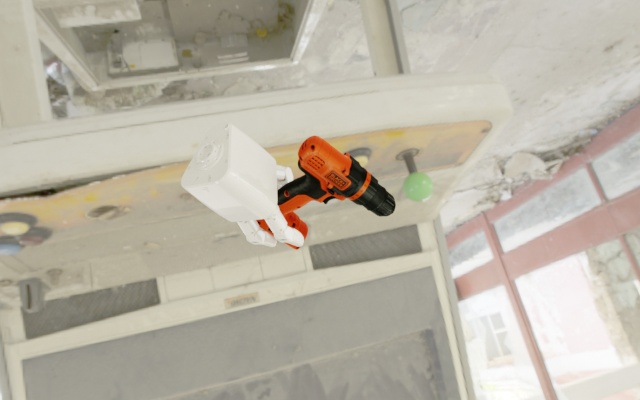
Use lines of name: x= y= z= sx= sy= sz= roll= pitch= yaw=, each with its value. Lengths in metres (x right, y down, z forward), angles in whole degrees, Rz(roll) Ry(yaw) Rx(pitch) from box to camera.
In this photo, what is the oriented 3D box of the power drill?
power drill: x=0.000 y=0.003 z=0.756 sx=0.184 sy=0.057 sz=0.188 roll=37 pitch=-56 yaw=-23
